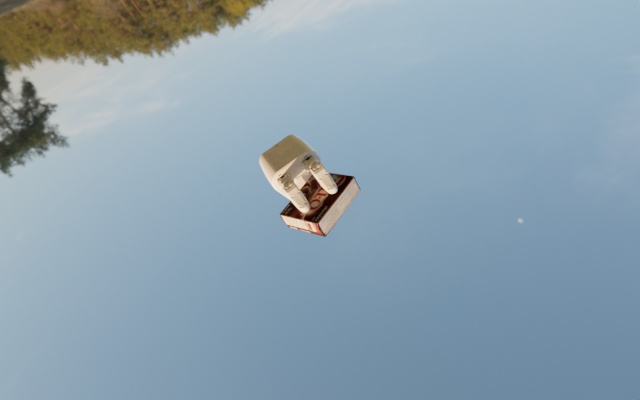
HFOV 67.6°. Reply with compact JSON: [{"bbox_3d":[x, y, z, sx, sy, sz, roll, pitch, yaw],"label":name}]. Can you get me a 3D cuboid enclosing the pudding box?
[{"bbox_3d":[0.000,0.003,0.800,0.090,0.113,0.039,10,-36,43],"label":"pudding box"}]
